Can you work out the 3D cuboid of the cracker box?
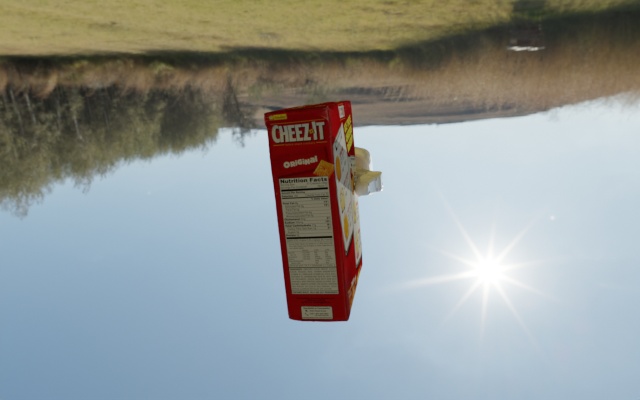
[{"bbox_3d":[0.000,0.002,0.531,0.072,0.214,0.164,-3,13,11],"label":"cracker box"}]
